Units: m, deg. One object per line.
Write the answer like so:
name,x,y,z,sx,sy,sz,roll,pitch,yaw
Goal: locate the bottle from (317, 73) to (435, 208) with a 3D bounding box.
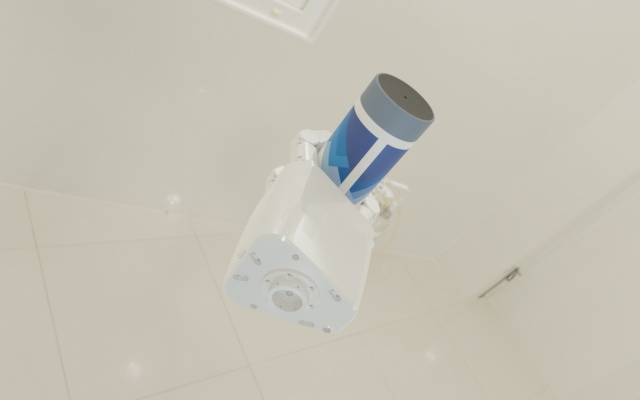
bottle,0.000,0.001,0.510,0.069,0.069,0.296,0,-40,-43
